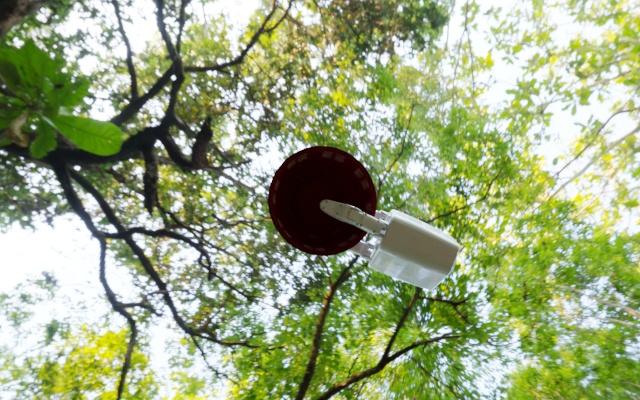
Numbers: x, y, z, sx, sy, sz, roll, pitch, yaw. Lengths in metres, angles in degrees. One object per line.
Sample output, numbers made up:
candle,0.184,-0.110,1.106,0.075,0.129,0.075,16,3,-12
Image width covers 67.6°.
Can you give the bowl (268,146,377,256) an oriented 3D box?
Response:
bowl,-0.001,0.002,0.718,0.162,0.162,0.055,0,-6,-10
